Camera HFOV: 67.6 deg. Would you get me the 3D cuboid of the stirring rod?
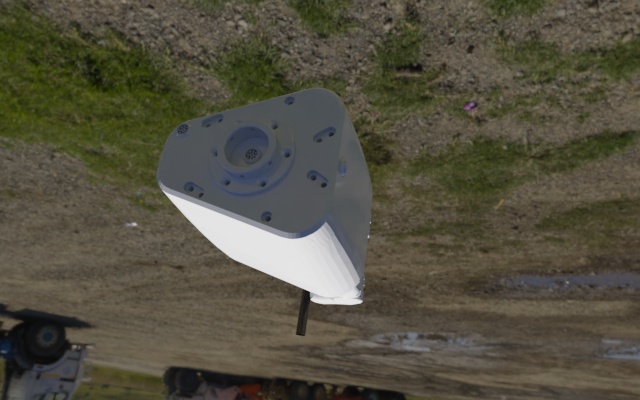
[{"bbox_3d":[0.000,0.001,0.439,0.011,0.239,0.011,7,-23,3],"label":"stirring rod"}]
